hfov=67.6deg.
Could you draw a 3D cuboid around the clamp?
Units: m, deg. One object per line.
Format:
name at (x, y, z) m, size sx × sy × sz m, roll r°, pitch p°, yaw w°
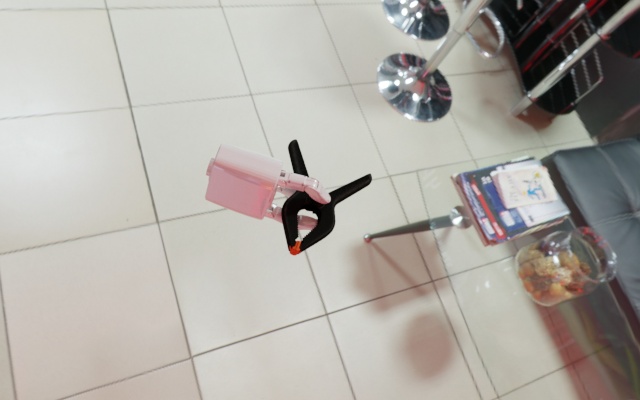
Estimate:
clamp at (0.000, 0.003, 0.829) m, size 0.164 × 0.210 × 0.036 m, roll 18°, pitch -29°, yaw -7°
